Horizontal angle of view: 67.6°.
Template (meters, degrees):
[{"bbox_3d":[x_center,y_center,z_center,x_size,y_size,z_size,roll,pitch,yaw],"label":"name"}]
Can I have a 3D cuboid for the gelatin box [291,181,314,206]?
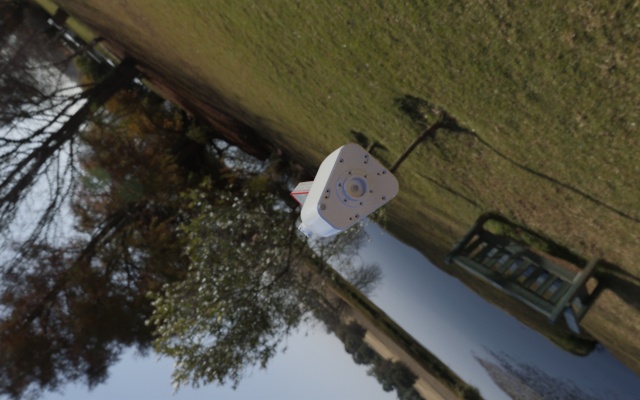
[{"bbox_3d":[0.000,0.003,0.765,0.073,0.030,0.089,44,-18,-17],"label":"gelatin box"}]
